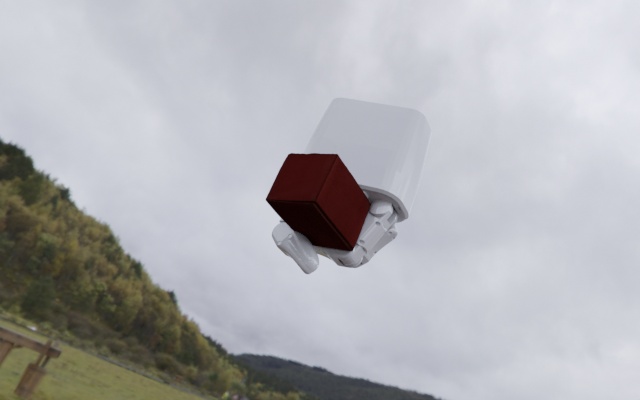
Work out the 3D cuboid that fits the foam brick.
[{"bbox_3d":[0.000,0.001,0.415,0.053,0.051,0.078,5,-31,34],"label":"foam brick"}]
